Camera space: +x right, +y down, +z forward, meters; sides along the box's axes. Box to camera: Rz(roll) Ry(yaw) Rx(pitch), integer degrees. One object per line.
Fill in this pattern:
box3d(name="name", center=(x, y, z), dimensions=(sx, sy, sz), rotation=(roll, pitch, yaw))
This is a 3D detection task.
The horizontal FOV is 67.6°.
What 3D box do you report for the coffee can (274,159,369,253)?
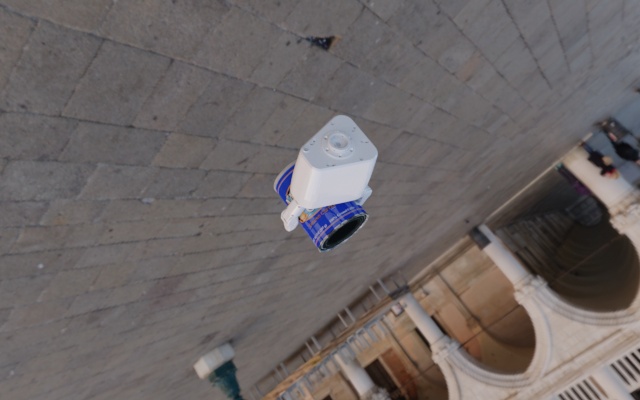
box3d(name="coffee can", center=(0.000, 0.003, 0.818), dimensions=(0.103, 0.140, 0.103), rotation=(-32, -20, -13))
